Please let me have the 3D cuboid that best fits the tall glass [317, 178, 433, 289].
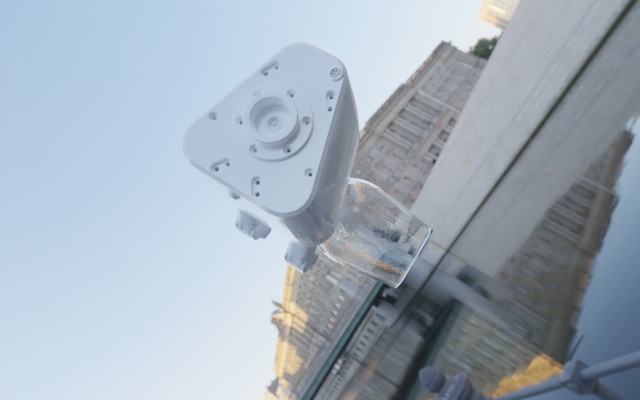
[{"bbox_3d":[0.000,0.001,0.440,0.201,0.079,0.079,31,7,12],"label":"tall glass"}]
